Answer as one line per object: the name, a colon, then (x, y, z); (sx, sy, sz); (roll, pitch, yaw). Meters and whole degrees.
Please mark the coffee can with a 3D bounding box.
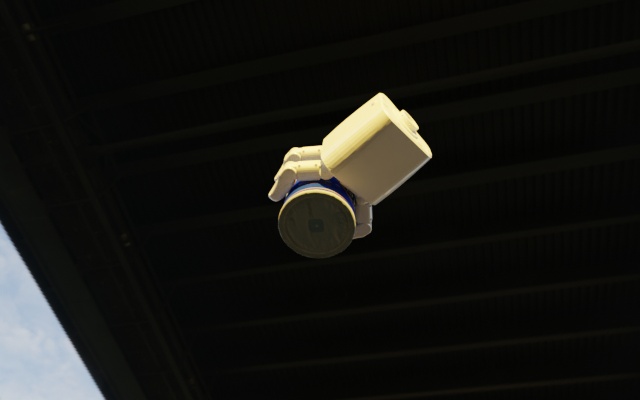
coffee can: (0.000, 0.002, 0.689); (0.103, 0.103, 0.140); (0, 27, 5)
